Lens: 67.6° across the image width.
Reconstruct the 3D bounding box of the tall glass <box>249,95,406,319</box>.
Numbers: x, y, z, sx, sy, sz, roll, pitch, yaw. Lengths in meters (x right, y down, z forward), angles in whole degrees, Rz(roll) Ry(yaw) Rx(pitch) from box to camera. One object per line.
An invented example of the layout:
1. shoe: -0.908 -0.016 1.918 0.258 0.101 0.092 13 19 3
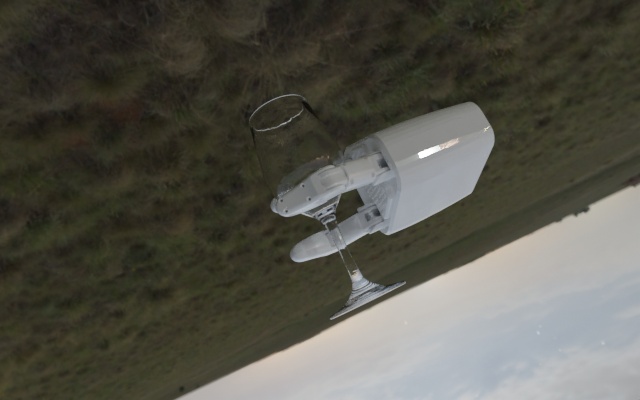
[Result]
1. tall glass: 0.000 0.002 0.444 0.079 0.201 0.079 -25 -14 -6
